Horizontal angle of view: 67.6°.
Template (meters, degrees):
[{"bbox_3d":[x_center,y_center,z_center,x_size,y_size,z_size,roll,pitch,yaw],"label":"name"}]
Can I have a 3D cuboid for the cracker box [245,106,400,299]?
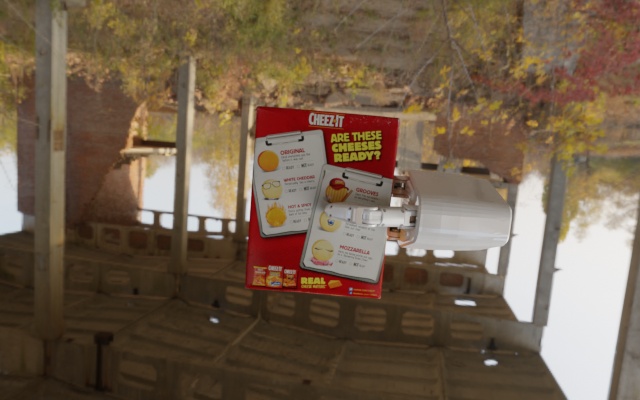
[{"bbox_3d":[0.000,0.002,0.577,0.164,0.214,0.072,5,7,-2],"label":"cracker box"}]
